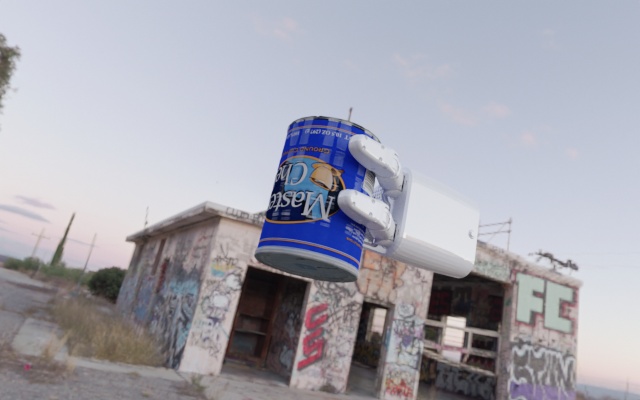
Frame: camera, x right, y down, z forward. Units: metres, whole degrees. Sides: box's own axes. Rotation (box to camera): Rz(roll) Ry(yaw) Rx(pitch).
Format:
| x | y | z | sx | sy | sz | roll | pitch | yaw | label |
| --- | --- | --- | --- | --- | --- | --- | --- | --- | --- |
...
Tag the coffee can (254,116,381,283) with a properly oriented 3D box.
| x | y | z | sx | sy | sz | roll | pitch | yaw | label |
| --- | --- | --- | --- | --- | --- | --- | --- | --- | --- |
| 0.000 | 0.002 | 0.482 | 0.103 | 0.140 | 0.103 | 11 | -19 | 4 | coffee can |
